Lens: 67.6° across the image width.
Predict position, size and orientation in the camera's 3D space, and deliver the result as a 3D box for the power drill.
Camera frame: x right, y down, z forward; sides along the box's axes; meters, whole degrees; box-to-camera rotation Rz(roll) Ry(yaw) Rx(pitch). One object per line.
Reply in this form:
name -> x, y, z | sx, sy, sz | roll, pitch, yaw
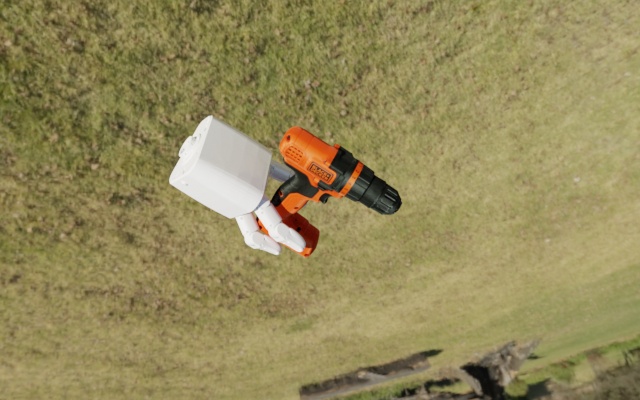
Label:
power drill -> 0.000, 0.002, 0.692 | 0.184, 0.188, 0.057 | 33, 41, -4
